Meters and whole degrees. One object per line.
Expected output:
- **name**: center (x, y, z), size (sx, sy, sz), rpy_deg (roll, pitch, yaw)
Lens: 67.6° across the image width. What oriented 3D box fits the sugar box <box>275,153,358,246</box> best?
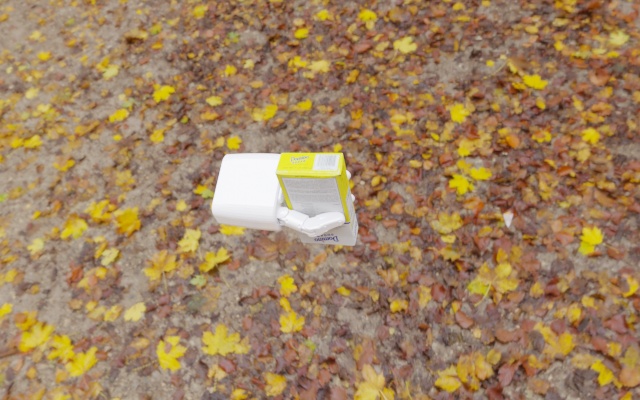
- **sugar box**: center (0.000, 0.002, 0.720), size (0.093, 0.048, 0.176), rpy_deg (2, -35, 14)
